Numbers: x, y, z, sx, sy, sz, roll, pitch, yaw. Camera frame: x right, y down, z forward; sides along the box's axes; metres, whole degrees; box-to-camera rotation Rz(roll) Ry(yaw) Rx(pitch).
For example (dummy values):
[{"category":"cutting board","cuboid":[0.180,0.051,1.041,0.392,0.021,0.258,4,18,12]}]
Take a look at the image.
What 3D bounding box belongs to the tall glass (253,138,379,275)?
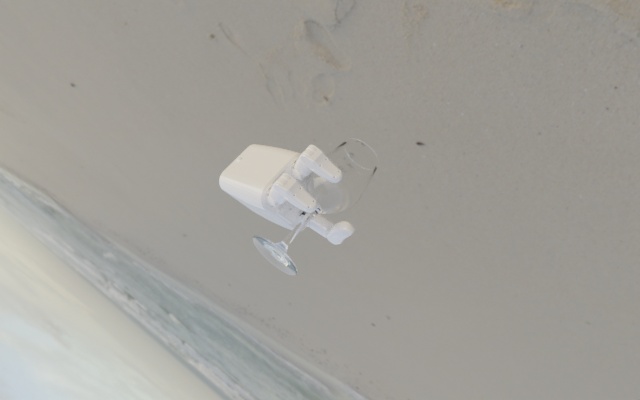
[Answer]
[{"category":"tall glass","cuboid":[0.000,0.003,0.651,0.201,0.079,0.079,-49,25,-24]}]
